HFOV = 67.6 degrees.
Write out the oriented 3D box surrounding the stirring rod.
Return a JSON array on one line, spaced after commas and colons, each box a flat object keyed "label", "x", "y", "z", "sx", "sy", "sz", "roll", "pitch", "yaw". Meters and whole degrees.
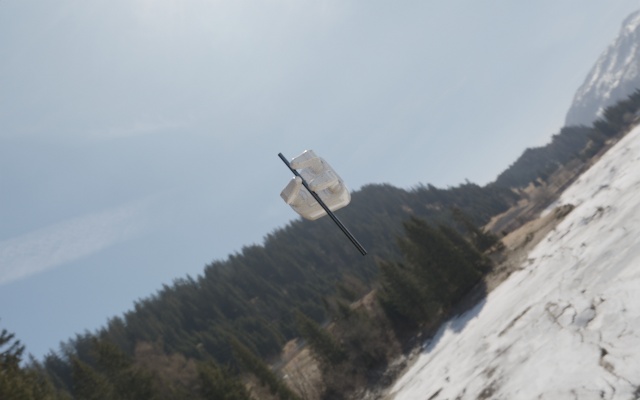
[{"label": "stirring rod", "x": 0.000, "y": 0.003, "z": 0.833, "sx": 0.011, "sy": 0.239, "sz": 0.011, "roll": -36, "pitch": -17, "yaw": -13}]
